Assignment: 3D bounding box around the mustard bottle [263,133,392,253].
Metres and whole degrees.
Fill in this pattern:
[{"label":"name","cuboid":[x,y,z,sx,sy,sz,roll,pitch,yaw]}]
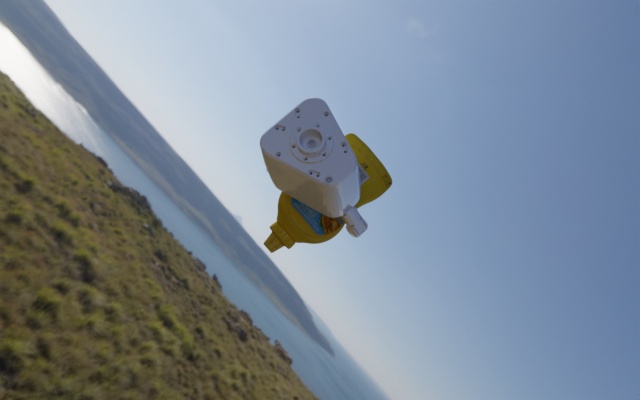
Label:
[{"label":"mustard bottle","cuboid":[0.000,0.002,0.653,0.191,0.096,0.058,-41,7,-9]}]
